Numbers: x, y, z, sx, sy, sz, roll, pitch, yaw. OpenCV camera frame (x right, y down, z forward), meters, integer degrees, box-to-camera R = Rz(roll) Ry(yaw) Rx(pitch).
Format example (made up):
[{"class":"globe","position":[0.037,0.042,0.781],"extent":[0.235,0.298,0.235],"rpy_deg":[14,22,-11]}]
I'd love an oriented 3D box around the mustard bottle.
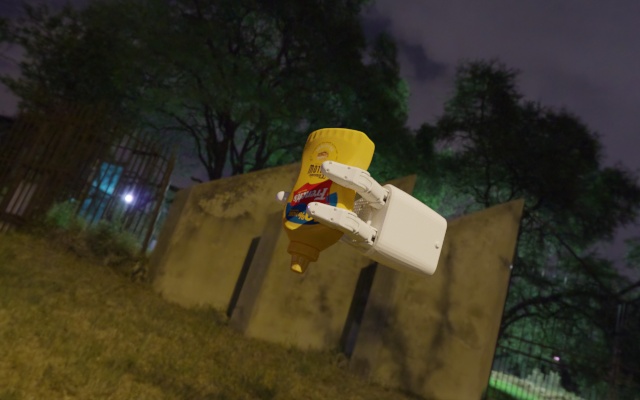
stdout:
[{"class":"mustard bottle","position":[0.000,0.002,0.617],"extent":[0.096,0.191,0.058],"rpy_deg":[7,-20,36]}]
